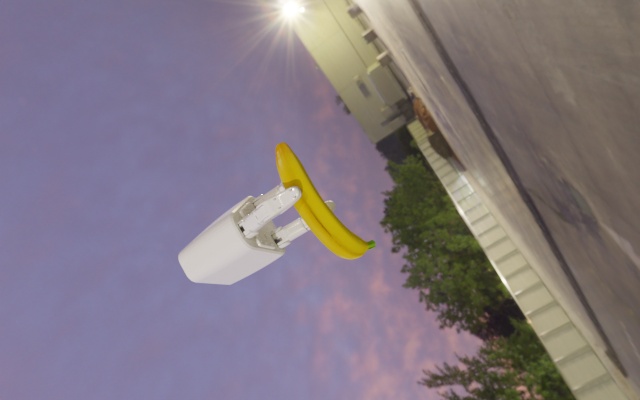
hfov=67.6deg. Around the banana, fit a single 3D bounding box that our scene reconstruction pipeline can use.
[{"bbox_3d":[0.000,0.013,0.622,0.037,0.198,0.069,-34,17,23],"label":"banana"}]
